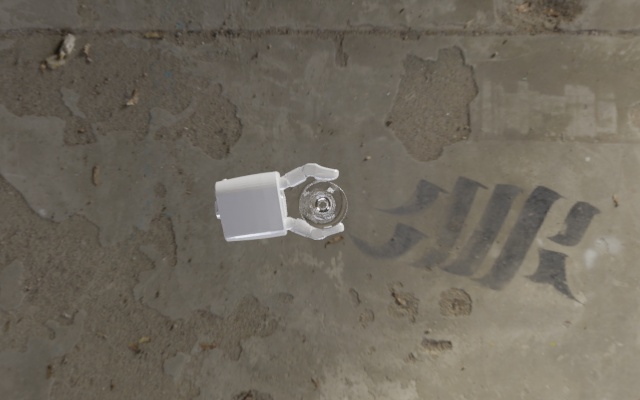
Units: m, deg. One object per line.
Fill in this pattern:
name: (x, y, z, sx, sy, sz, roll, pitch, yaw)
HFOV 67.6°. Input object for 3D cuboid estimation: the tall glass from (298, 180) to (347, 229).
tall glass: (0.000, 0.003, 0.828, 0.079, 0.079, 0.201, 0, 3, -2)
